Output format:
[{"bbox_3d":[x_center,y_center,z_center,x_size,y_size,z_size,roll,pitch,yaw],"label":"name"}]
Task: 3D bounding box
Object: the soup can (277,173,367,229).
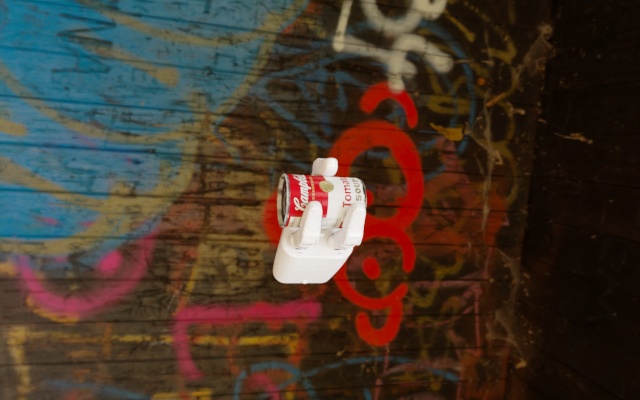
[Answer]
[{"bbox_3d":[0.000,0.002,0.612,0.102,0.068,0.068,3,-1,-15],"label":"soup can"}]
